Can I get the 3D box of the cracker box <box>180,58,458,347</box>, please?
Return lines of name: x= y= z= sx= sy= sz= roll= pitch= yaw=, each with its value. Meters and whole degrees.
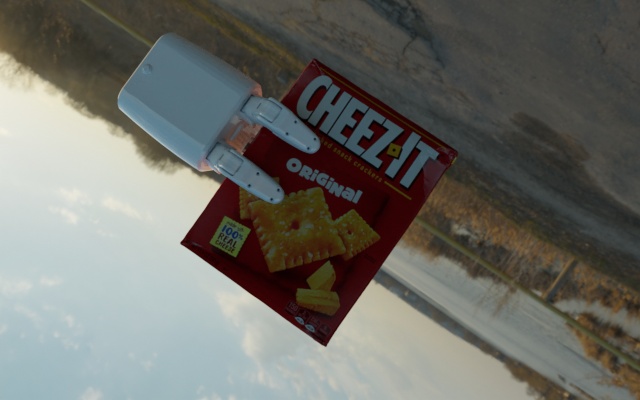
cracker box: x=0.000 y=0.002 z=0.454 sx=0.164 sy=0.213 sz=0.072 roll=35 pitch=-3 yaw=7
